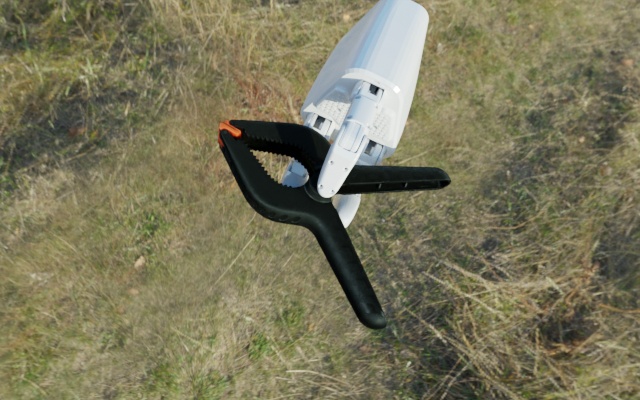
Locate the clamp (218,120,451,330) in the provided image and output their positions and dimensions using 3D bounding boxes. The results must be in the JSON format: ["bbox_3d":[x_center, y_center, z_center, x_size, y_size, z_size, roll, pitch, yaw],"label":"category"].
[{"bbox_3d":[0.000,0.001,0.409,0.210,0.164,0.036,25,-27,-4],"label":"clamp"}]
